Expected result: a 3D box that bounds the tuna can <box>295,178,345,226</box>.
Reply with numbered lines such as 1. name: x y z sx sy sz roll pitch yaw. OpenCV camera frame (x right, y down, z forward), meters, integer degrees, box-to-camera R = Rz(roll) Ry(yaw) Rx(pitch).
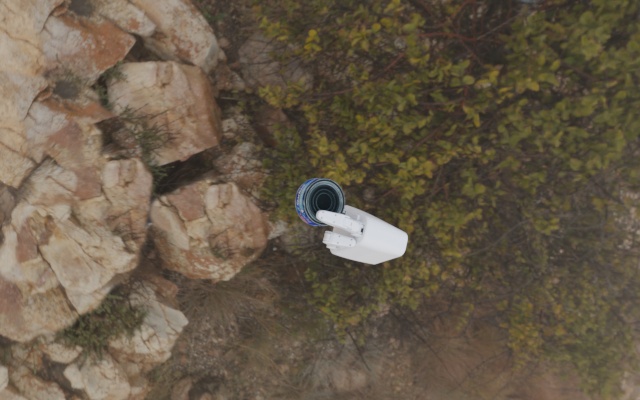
1. tuna can: 0.000 0.003 0.846 0.086 0.086 0.034 0 0 -28
